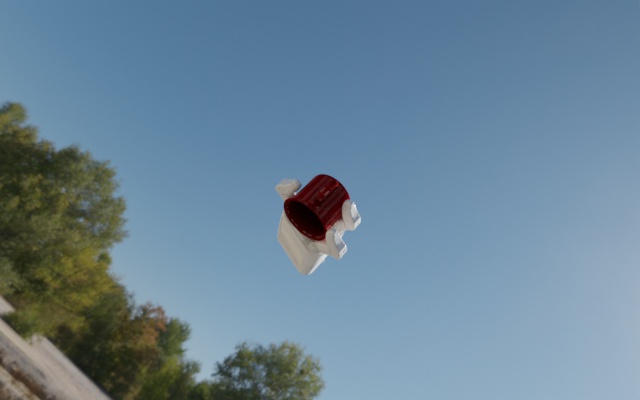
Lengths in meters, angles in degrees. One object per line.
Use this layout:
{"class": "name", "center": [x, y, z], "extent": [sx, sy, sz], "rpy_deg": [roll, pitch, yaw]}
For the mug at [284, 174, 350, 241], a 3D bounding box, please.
{"class": "mug", "center": [0.001, 0.002, 0.811], "extent": [0.081, 0.093, 0.117], "rpy_deg": [-45, -10, -31]}
